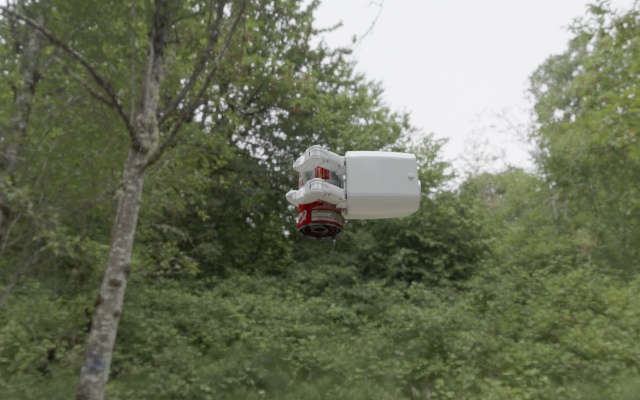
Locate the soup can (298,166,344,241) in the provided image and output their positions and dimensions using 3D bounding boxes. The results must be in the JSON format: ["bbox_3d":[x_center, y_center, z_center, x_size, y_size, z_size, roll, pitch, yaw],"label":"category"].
[{"bbox_3d":[0.000,0.002,0.728,0.068,0.102,0.068,0,-25,0],"label":"soup can"}]
